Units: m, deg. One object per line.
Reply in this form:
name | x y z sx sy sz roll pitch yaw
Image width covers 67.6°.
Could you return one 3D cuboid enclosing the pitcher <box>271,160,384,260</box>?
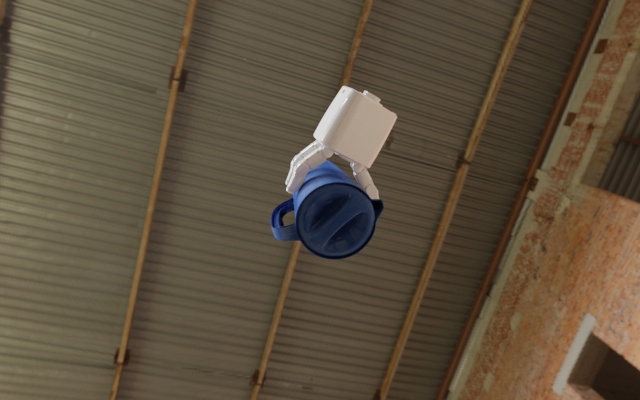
pitcher | 0.000 0.003 0.873 0.149 0.145 0.242 26 12 -15
